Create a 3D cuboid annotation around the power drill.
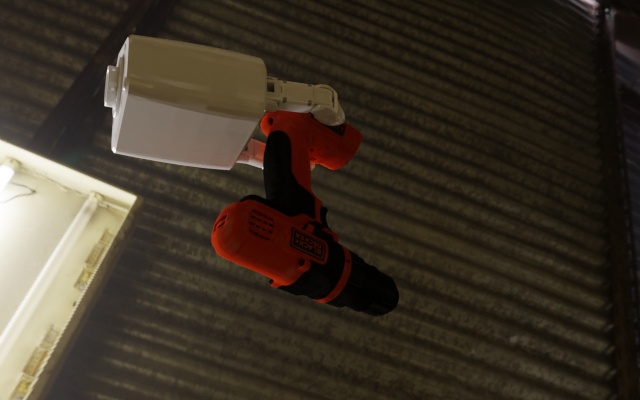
[{"bbox_3d":[0.000,0.001,0.441,0.184,0.187,0.057,29,-45,-29],"label":"power drill"}]
